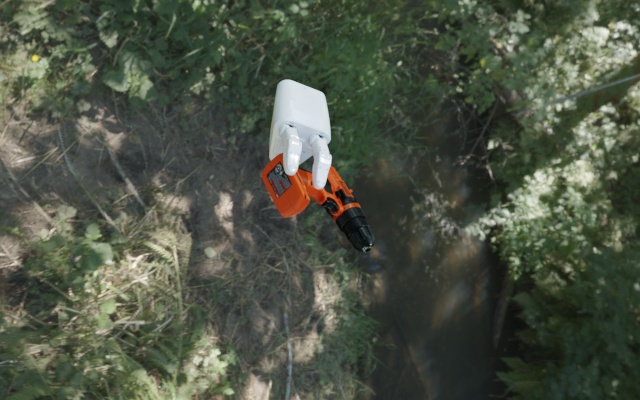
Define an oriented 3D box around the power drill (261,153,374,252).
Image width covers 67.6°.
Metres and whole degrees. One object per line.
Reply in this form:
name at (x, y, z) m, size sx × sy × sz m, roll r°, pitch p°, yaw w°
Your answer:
power drill at (0.000, 0.002, 0.793) m, size 0.057 × 0.184 × 0.188 m, roll -44°, pitch -32°, yaw 20°
